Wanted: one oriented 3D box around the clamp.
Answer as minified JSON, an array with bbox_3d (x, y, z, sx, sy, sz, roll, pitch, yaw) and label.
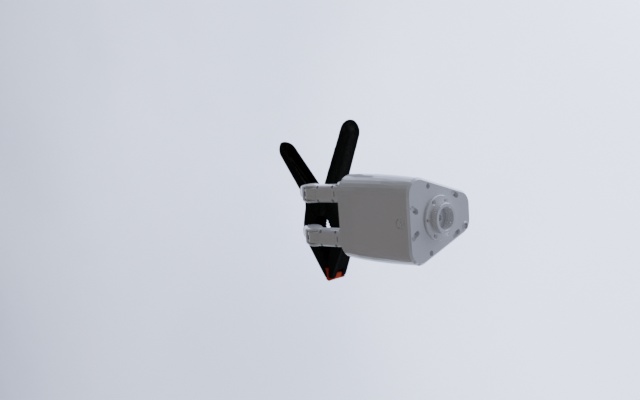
[{"bbox_3d":[0.001,0.003,0.656,0.036,0.210,0.164,-9,7,-36],"label":"clamp"}]
